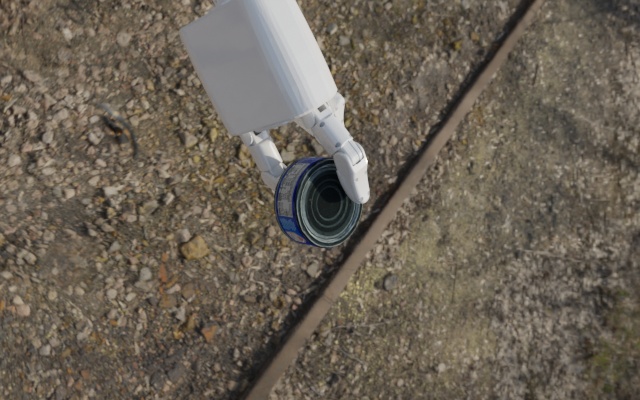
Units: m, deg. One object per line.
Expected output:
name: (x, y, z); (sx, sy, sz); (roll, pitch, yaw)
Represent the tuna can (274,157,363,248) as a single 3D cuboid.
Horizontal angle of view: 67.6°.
tuna can: (0.000, 0.002, 0.452); (0.086, 0.086, 0.034); (0, 4, -41)
